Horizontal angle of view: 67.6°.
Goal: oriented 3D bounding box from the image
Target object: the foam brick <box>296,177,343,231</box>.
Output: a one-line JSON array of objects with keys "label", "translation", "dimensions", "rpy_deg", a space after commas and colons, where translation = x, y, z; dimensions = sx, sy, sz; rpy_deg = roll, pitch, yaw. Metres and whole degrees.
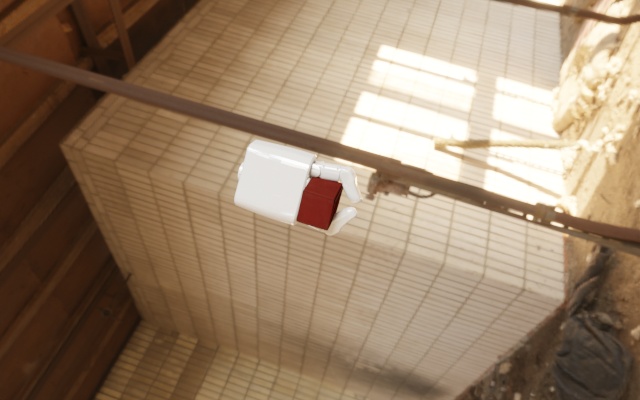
[{"label": "foam brick", "translation": [0.000, 0.002, 0.733], "dimensions": [0.051, 0.053, 0.078], "rpy_deg": [17, 23, 6]}]
